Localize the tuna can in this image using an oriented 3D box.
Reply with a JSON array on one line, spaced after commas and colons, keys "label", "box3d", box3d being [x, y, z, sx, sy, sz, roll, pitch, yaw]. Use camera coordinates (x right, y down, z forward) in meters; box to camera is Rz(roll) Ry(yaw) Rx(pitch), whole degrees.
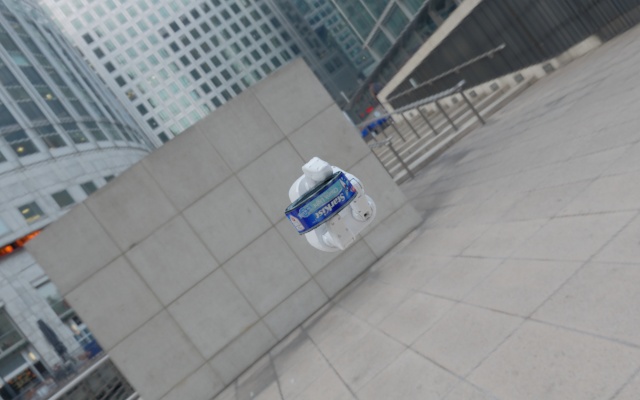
[{"label": "tuna can", "box3d": [0.000, 0.001, 0.562, 0.086, 0.034, 0.086, -35, 7, 5]}]
